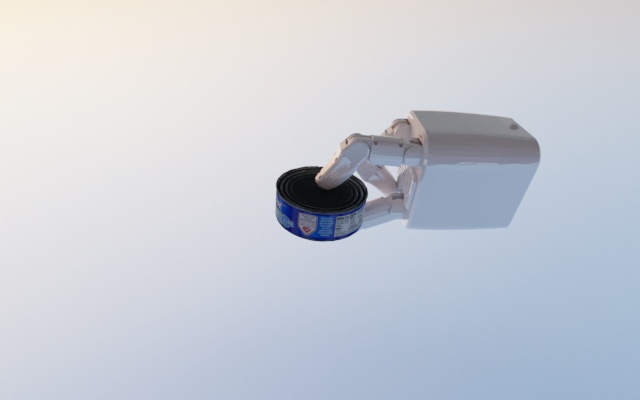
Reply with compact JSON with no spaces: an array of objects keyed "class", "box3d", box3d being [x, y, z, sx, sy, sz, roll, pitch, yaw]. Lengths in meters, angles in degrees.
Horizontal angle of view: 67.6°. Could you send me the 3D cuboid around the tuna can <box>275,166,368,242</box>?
[{"class":"tuna can","box3d":[0.000,0.002,0.449,0.086,0.034,0.086,5,31,-3]}]
